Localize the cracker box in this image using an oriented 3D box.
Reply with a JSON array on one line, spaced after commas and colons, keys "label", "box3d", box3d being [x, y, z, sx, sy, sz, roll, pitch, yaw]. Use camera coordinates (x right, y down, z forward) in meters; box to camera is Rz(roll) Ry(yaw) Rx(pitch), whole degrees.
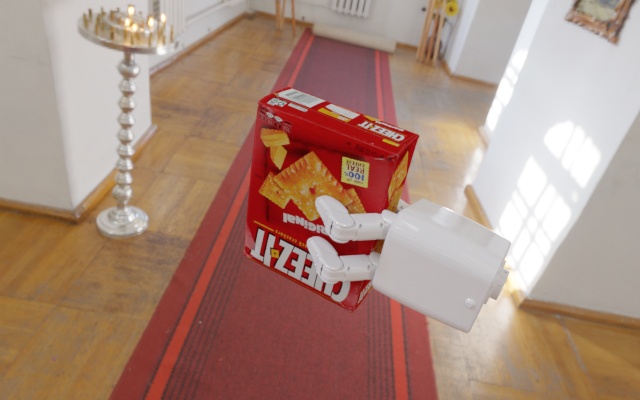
[{"label": "cracker box", "box3d": [0.000, 0.002, 0.542, 0.164, 0.214, 0.072, 25, 35, 20]}]
